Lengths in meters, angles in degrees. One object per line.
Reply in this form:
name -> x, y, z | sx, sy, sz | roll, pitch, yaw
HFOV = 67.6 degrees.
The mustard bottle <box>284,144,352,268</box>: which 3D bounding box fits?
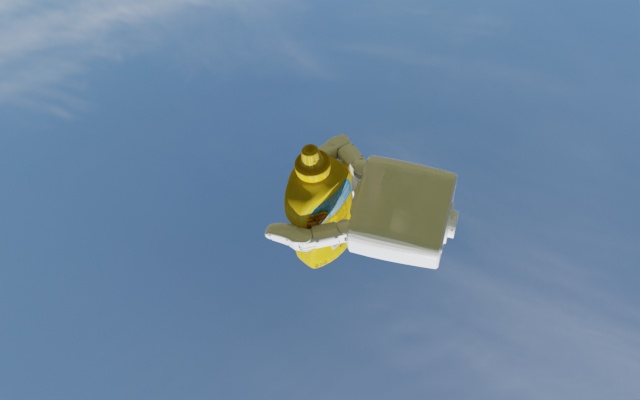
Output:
mustard bottle -> 0.000, 0.002, 0.590 | 0.058, 0.096, 0.192 | 36, -24, 28
